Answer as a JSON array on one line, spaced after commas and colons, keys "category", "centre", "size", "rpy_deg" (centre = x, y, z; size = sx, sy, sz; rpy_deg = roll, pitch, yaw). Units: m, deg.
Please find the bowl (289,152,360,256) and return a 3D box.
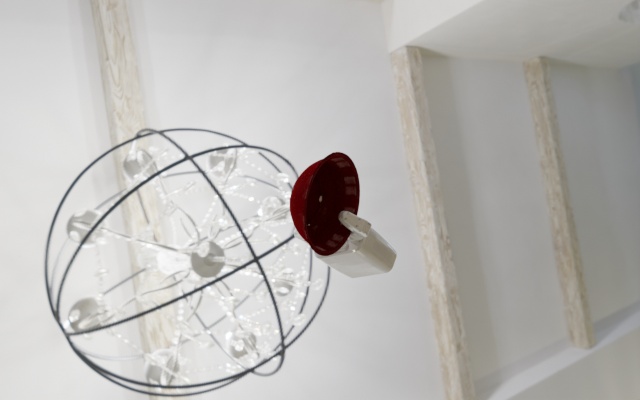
[{"category": "bowl", "centre": [-0.001, 0.001, 0.747], "size": [0.055, 0.162, 0.162], "rpy_deg": [10, 5, 32]}]
